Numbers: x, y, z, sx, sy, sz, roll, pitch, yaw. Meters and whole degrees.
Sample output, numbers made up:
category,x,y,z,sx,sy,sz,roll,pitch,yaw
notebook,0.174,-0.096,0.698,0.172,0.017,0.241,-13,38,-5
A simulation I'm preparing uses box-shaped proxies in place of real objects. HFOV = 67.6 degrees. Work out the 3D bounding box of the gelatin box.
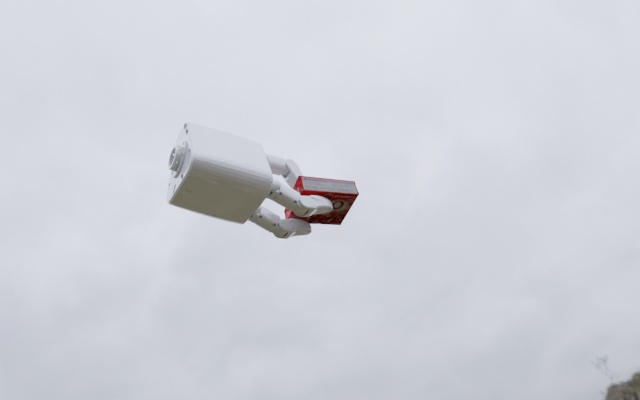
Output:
category,x,y,z,sx,sy,sz,roll,pitch,yaw
gelatin box,0.000,0.002,0.686,0.089,0.030,0.073,4,-41,-22
